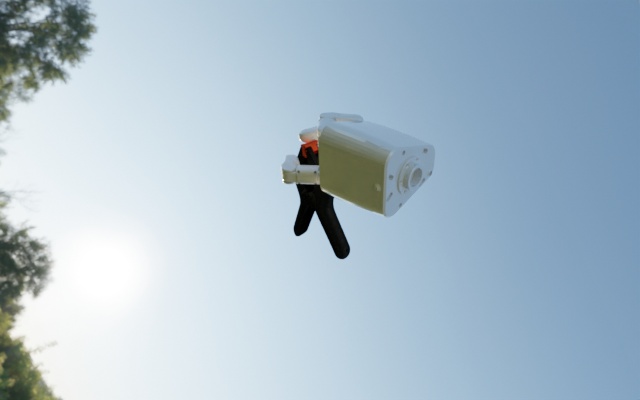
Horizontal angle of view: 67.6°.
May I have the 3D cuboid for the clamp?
[{"bbox_3d":[0.000,0.002,0.688,0.120,0.172,0.039,27,42,37],"label":"clamp"}]
